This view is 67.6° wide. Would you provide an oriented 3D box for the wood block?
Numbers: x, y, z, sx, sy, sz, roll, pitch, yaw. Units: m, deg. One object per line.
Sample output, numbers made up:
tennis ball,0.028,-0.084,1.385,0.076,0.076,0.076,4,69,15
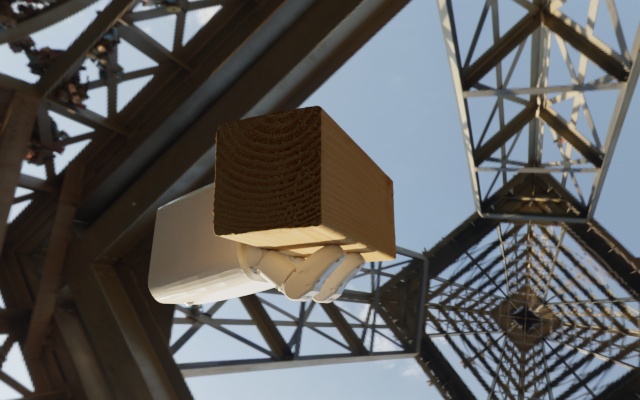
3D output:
wood block,0.000,0.001,0.436,0.090,0.090,0.206,-7,-15,21
